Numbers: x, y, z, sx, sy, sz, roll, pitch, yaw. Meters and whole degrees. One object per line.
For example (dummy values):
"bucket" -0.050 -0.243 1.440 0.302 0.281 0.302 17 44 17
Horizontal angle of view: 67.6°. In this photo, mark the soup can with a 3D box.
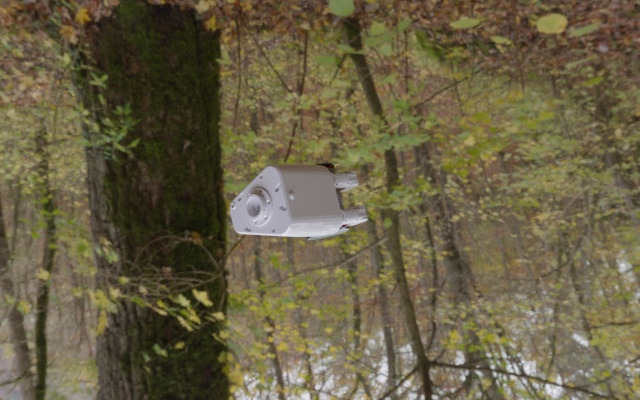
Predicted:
"soup can" 0.000 0.003 0.723 0.068 0.102 0.068 -14 -10 -2
